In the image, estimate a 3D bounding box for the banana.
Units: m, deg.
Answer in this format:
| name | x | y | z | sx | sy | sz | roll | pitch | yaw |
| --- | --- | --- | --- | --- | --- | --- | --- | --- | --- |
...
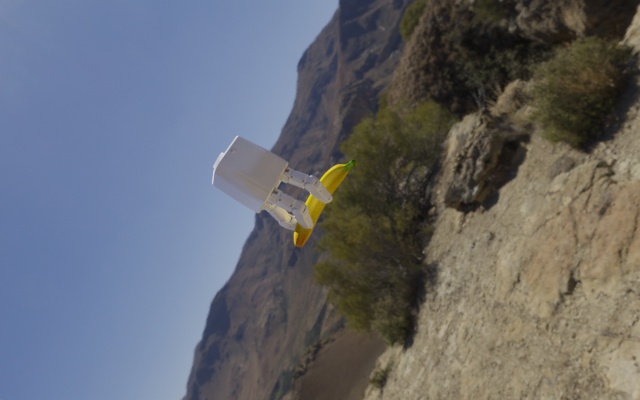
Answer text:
| name | x | y | z | sx | sy | sz | roll | pitch | yaw |
| --- | --- | --- | --- | --- | --- | --- | --- | --- | --- |
| banana | -0.003 | 0.002 | 0.916 | 0.037 | 0.197 | 0.069 | 34 | -12 | -10 |
